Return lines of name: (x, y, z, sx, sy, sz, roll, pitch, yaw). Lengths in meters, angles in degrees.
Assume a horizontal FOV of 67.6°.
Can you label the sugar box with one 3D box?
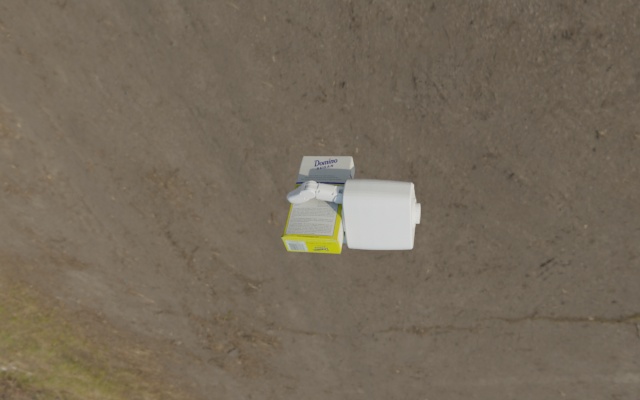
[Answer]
sugar box: (0.000, 0.003, 0.803, 0.093, 0.176, 0.048, 2, -39, 15)
